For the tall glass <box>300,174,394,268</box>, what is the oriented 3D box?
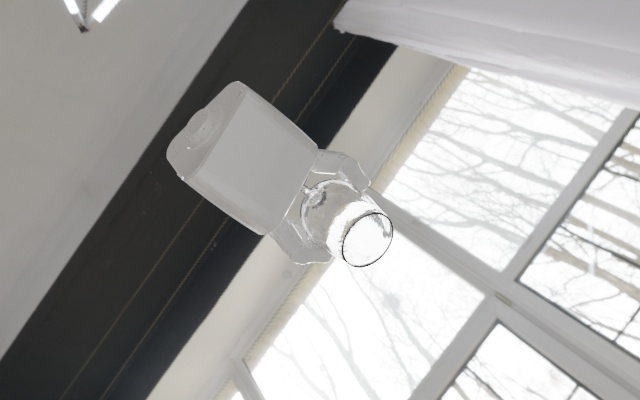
[{"bbox_3d":[0.000,0.002,0.551,0.079,0.079,0.201,0,23,-32],"label":"tall glass"}]
